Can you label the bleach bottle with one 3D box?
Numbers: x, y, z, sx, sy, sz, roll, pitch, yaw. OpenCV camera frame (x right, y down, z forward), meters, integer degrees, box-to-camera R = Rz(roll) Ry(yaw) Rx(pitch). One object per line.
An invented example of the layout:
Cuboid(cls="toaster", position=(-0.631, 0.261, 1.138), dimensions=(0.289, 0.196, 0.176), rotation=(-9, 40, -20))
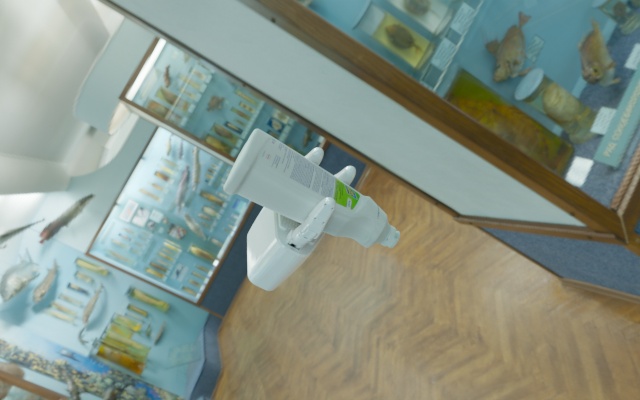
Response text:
Cuboid(cls="bleach bottle", position=(0.000, 0.002, 0.656), dimensions=(0.251, 0.068, 0.102), rotation=(30, 37, -14))
